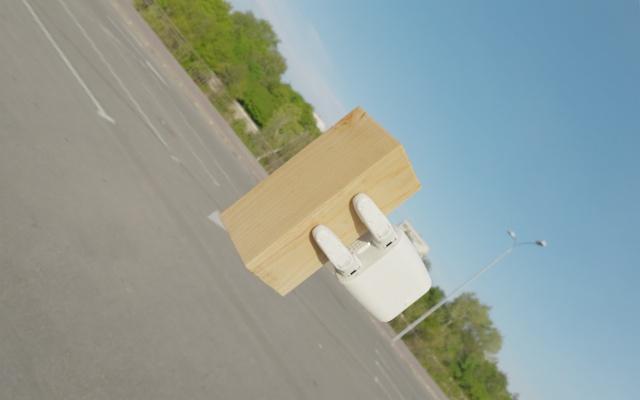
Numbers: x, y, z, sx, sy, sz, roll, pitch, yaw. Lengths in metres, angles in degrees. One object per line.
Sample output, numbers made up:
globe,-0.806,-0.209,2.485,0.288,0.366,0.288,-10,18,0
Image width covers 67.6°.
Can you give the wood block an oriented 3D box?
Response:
wood block,0.000,0.002,0.554,0.090,0.206,0.090,52,0,41
